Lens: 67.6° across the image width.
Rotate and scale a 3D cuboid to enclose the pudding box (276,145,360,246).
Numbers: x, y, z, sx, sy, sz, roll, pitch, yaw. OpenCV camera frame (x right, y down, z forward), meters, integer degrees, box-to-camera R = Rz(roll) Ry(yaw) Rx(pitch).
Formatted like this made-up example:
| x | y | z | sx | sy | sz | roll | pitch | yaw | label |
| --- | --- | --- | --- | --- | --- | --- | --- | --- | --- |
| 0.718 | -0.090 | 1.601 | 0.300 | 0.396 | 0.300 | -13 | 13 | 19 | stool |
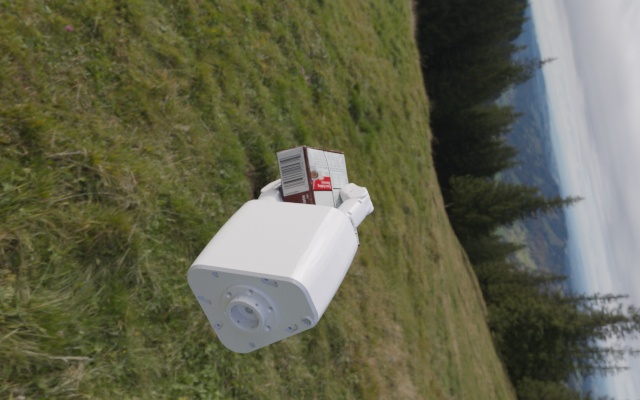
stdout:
| x | y | z | sx | sy | sz | roll | pitch | yaw | label |
| --- | --- | --- | --- | --- | --- | --- | --- | --- | --- |
| 0.000 | 0.002 | 0.511 | 0.039 | 0.113 | 0.090 | -11 | -5 | 28 | pudding box |
